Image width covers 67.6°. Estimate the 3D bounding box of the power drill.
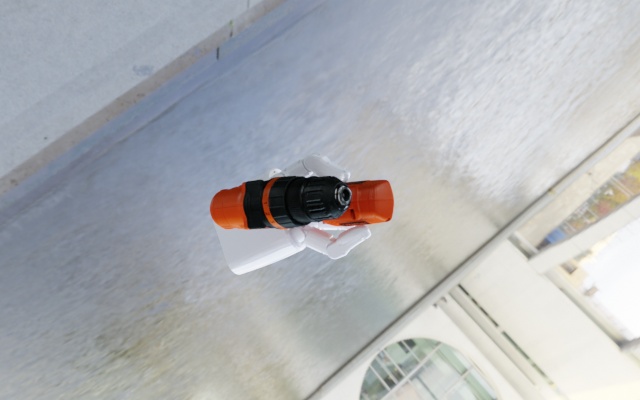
[{"bbox_3d":[0.000,0.002,0.530,0.184,0.057,0.187,-4,-4,42],"label":"power drill"}]
